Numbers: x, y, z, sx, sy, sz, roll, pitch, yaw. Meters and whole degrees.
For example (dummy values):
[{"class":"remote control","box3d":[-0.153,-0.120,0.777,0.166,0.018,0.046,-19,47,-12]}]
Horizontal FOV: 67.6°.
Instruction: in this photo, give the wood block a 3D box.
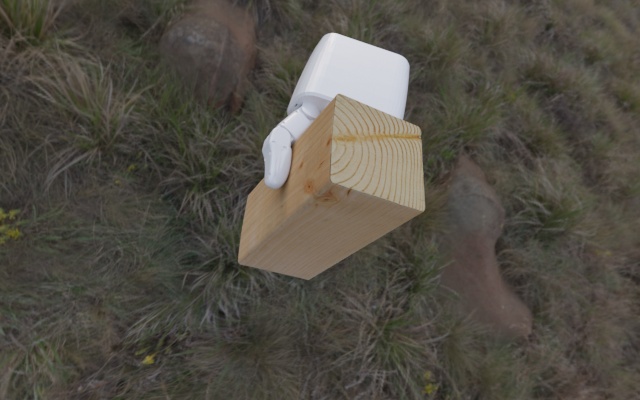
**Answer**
[{"class":"wood block","box3d":[0.000,0.001,0.472,0.091,0.090,0.206,18,-32,-22]}]
